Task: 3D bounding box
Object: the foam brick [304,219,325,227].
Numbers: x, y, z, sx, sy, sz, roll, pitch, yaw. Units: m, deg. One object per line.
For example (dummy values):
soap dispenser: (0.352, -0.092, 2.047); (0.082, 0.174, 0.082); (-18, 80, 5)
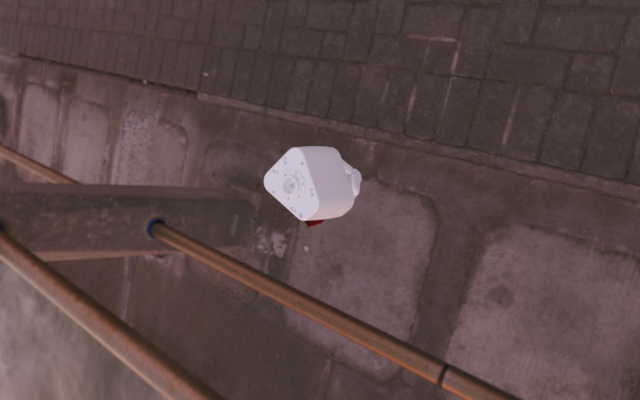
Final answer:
foam brick: (0.000, 0.003, 0.860); (0.078, 0.053, 0.051); (-42, -13, 28)
